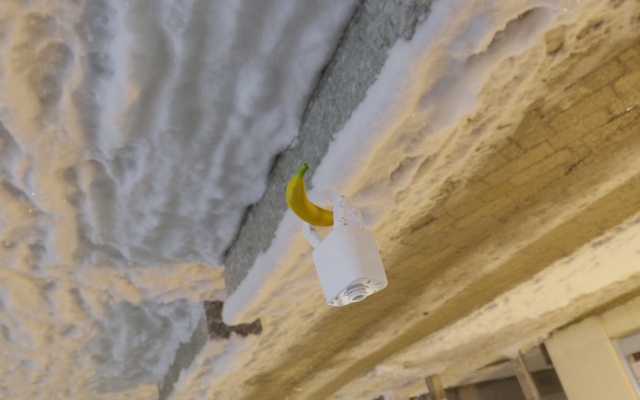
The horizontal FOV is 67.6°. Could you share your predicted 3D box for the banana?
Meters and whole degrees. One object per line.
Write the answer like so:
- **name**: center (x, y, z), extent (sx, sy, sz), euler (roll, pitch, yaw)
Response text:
- **banana**: center (-0.018, 0.009, 0.888), extent (0.069, 0.037, 0.198), euler (-25, -35, 6)
